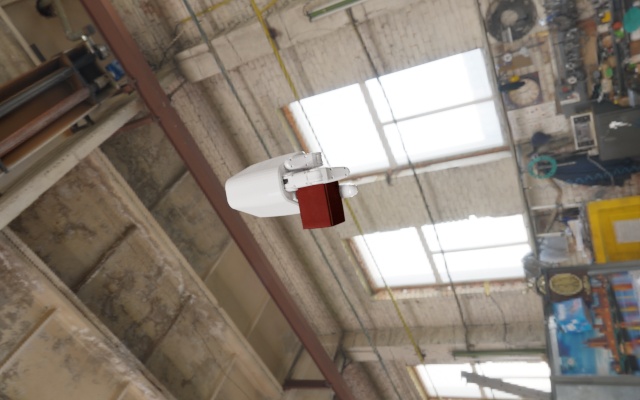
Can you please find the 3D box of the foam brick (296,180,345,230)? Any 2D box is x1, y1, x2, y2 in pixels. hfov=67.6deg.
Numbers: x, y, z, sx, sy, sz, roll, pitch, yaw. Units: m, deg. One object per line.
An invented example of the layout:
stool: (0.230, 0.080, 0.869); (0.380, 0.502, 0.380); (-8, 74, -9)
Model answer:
foam brick: (0.000, 0.003, 0.736); (0.051, 0.078, 0.053); (-10, 0, 26)
